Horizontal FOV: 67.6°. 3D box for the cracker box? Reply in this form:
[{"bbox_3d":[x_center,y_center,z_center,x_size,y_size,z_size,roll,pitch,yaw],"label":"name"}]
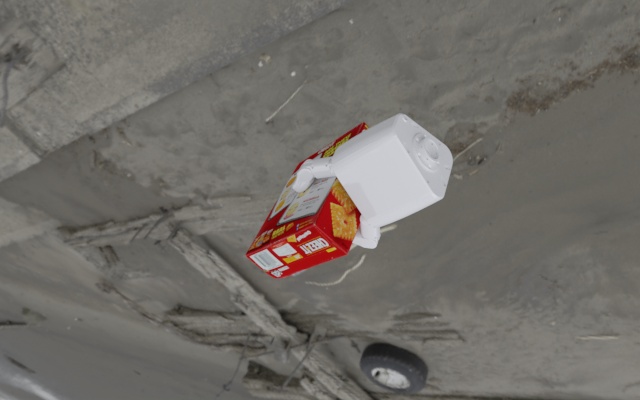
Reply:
[{"bbox_3d":[0.000,0.002,0.709,0.072,0.213,0.164,43,-42,-19],"label":"cracker box"}]
